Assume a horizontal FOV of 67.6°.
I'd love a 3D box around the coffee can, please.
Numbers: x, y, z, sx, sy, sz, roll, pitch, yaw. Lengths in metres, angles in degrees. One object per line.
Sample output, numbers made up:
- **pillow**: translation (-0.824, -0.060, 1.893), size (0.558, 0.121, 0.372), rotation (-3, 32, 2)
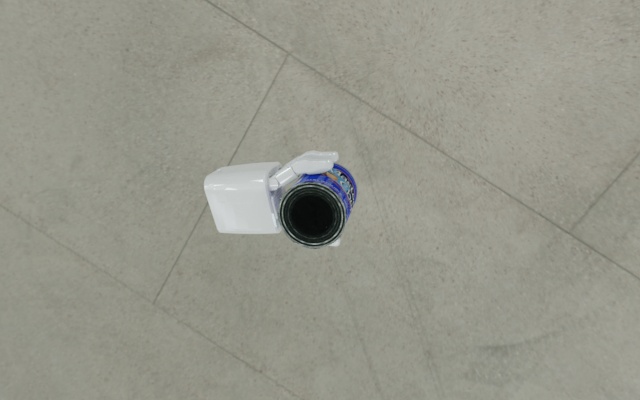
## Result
- **coffee can**: translation (0.000, 0.002, 0.754), size (0.103, 0.103, 0.140), rotation (0, 17, 11)
